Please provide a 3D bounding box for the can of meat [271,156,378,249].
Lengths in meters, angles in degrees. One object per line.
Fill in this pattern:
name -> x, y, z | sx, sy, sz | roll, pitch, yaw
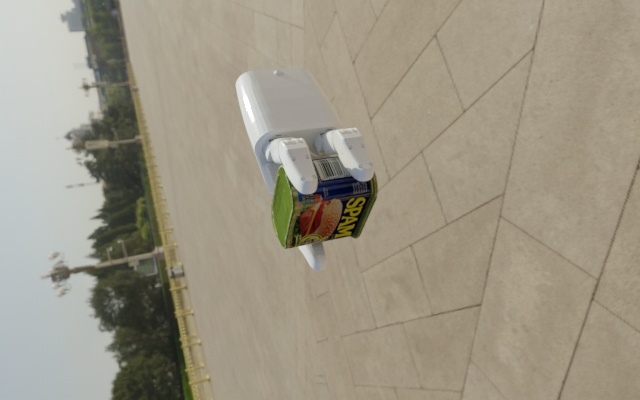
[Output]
can of meat -> 0.000, 0.002, 0.477 | 0.084, 0.057, 0.102 | -9, -34, -19
